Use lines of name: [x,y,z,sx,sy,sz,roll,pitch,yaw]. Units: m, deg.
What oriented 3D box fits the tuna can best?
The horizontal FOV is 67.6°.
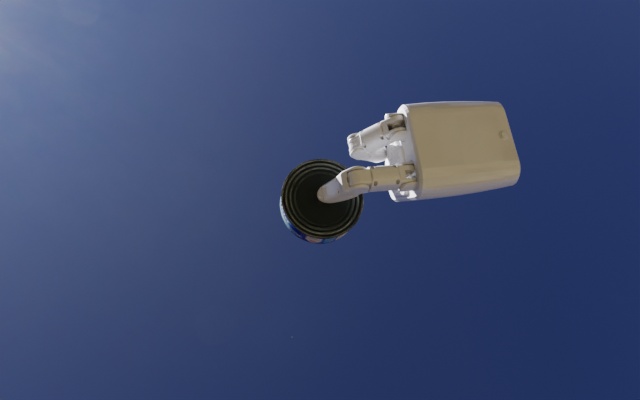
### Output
tuna can: [0.000,0.002,0.504,0.086,0.086,0.034,0,-16,-9]
